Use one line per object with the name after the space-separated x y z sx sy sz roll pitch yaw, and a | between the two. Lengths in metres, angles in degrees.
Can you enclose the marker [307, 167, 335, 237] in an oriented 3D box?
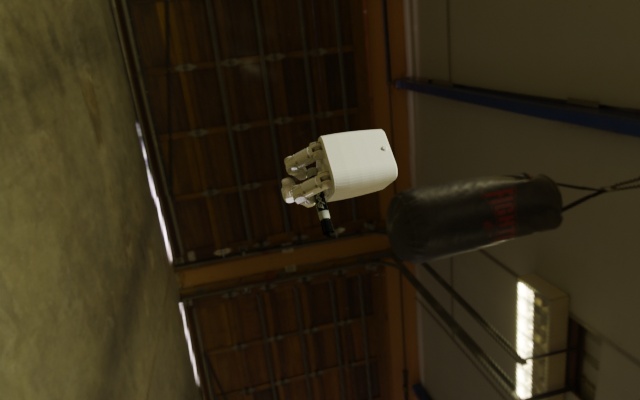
0.000 0.003 0.767 0.020 0.121 0.020 -12 -25 -6 | marker
